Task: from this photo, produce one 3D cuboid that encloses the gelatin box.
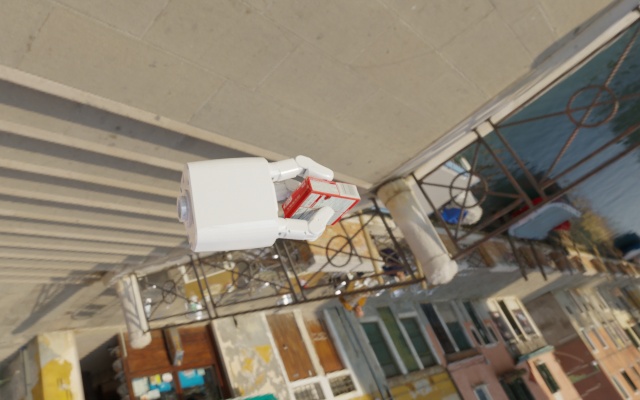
[{"bbox_3d":[0.001,0.003,0.686,0.089,0.030,0.073,9,-39,-34],"label":"gelatin box"}]
